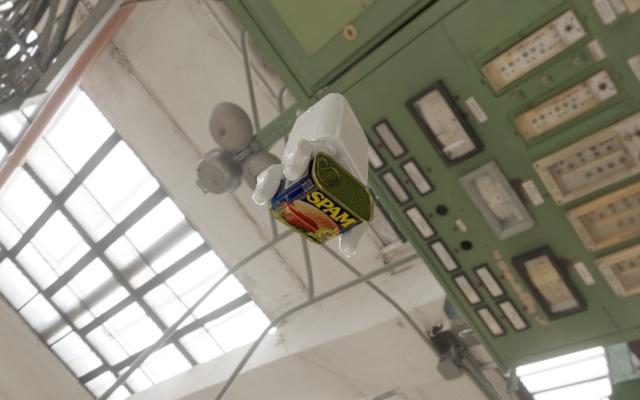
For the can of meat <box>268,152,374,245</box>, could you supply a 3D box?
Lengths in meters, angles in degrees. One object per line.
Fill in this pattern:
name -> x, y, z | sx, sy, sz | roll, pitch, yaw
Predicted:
can of meat -> 0.000, 0.002, 0.580 | 0.084, 0.057, 0.102 | -31, -55, 34
